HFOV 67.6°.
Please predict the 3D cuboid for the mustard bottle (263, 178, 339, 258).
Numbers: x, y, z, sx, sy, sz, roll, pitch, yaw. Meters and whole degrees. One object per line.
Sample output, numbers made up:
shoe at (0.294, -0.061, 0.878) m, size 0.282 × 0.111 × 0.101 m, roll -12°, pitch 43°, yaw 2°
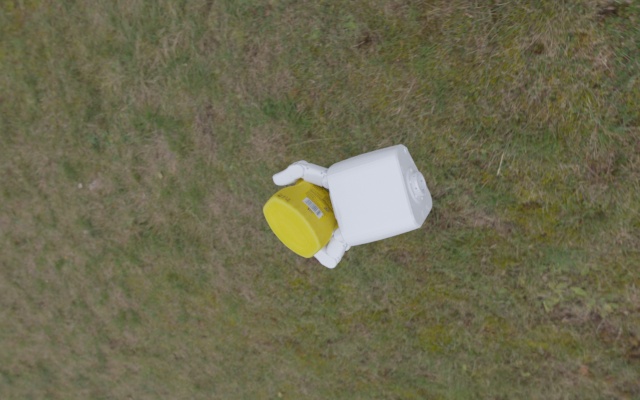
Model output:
mustard bottle at (0.000, 0.003, 0.705) m, size 0.058 × 0.096 × 0.191 m, roll -45°, pitch -2°, yaw 34°
